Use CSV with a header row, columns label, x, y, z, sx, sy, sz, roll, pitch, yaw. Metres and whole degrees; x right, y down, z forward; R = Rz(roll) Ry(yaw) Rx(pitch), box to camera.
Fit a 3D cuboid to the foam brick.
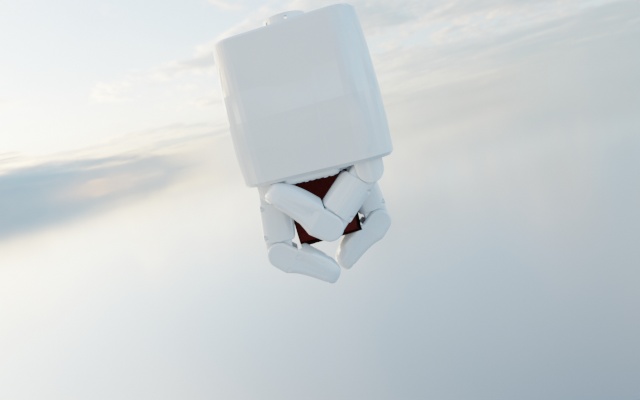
label,x,y,z,sx,sy,sz,roll,pitch,yaw
foam brick,0.000,0.001,0.409,0.053,0.051,0.078,-15,8,-3
